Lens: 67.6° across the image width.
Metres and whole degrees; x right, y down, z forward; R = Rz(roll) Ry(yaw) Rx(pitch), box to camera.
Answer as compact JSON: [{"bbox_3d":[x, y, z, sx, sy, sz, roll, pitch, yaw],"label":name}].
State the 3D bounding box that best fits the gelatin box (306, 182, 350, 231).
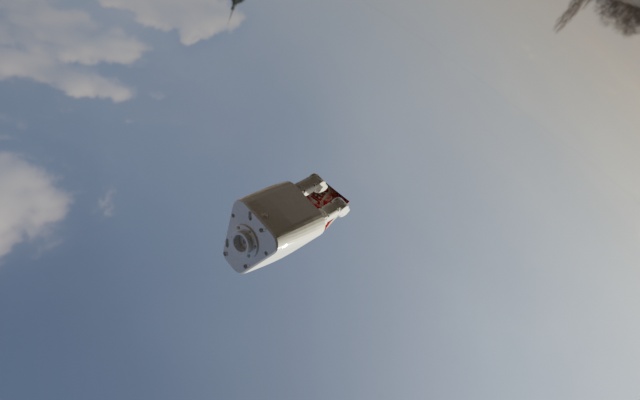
[{"bbox_3d":[0.000,0.003,0.796,0.073,0.030,0.089,39,30,5],"label":"gelatin box"}]
